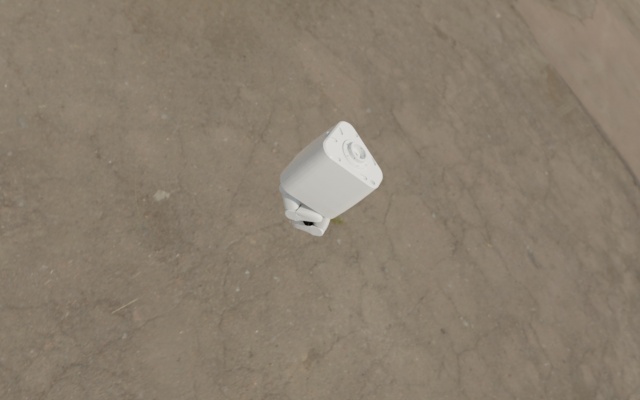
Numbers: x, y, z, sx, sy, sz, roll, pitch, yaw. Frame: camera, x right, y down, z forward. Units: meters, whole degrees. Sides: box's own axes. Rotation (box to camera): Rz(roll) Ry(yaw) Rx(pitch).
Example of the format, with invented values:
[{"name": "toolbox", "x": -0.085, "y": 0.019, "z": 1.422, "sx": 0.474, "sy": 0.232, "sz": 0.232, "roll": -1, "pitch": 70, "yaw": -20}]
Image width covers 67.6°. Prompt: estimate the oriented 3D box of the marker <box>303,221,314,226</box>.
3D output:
[{"name": "marker", "x": 0.000, "y": 0.003, "z": 0.814, "sx": 0.020, "sy": 0.020, "sz": 0.121, "roll": 0, "pitch": 35, "yaw": 28}]
